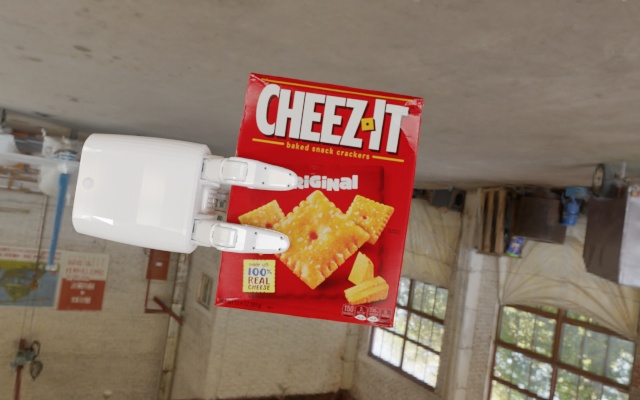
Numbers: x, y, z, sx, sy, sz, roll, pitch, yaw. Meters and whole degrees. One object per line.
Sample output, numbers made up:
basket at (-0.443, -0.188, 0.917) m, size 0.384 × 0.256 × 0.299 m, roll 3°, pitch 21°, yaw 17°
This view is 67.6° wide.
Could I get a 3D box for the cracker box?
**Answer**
cracker box at (0.000, 0.002, 0.451) m, size 0.164 × 0.213 × 0.072 m, roll 8°, pitch -2°, yaw -1°
